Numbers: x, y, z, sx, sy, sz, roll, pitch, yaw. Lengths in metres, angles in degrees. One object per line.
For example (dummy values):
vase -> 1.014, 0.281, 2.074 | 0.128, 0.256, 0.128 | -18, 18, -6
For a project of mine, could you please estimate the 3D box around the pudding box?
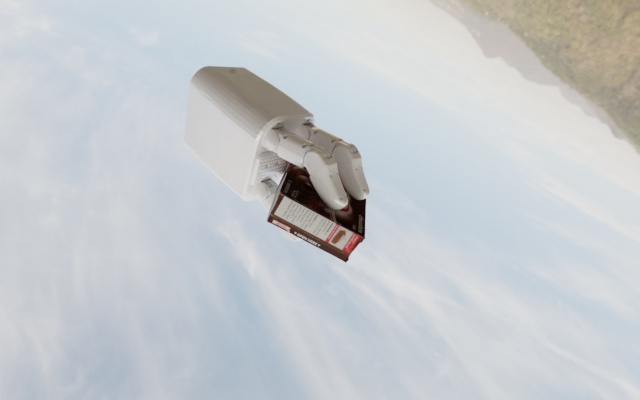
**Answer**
pudding box -> 0.000, 0.002, 0.483 | 0.090, 0.039, 0.113 | 27, 28, -8
